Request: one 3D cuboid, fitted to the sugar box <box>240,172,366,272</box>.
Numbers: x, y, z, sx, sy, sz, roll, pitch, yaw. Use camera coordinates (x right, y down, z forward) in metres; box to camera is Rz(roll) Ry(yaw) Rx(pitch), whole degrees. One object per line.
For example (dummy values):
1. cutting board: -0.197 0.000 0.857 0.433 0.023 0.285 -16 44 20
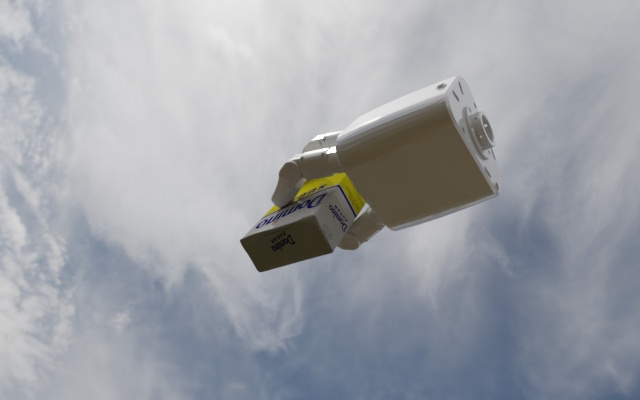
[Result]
1. sugar box: 0.000 0.001 0.502 0.093 0.048 0.176 -20 15 32
